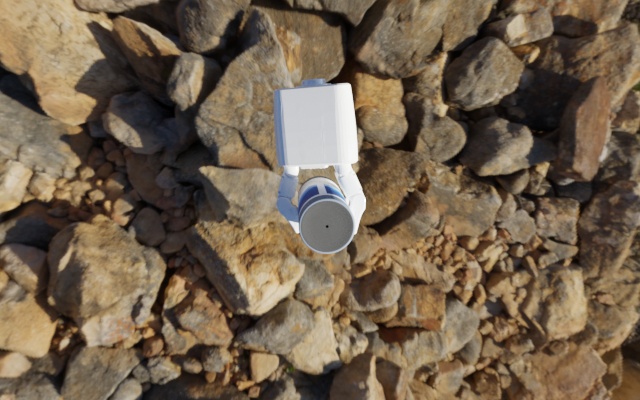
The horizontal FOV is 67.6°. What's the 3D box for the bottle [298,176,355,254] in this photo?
[{"bbox_3d":[0.000,0.002,0.697,0.069,0.069,0.295,0,11,-3],"label":"bottle"}]
